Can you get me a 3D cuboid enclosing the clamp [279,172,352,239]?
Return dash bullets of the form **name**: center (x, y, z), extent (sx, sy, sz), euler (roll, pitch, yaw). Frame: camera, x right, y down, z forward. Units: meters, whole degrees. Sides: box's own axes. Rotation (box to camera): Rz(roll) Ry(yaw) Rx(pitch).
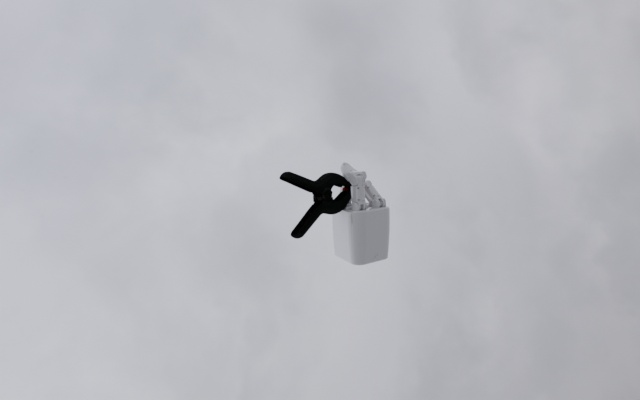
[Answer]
- **clamp**: center (0.000, 0.003, 0.888), extent (0.171, 0.120, 0.039), euler (-6, 10, -37)
